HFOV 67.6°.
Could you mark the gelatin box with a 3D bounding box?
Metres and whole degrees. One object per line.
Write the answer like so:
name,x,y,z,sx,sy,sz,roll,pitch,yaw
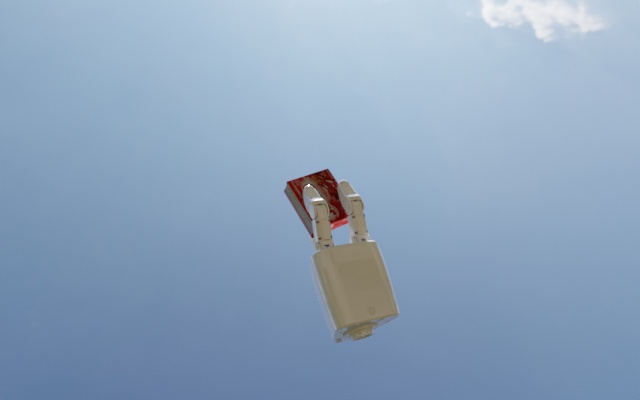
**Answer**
gelatin box,0.000,0.002,0.697,0.073,0.089,0.030,-20,-26,-28
